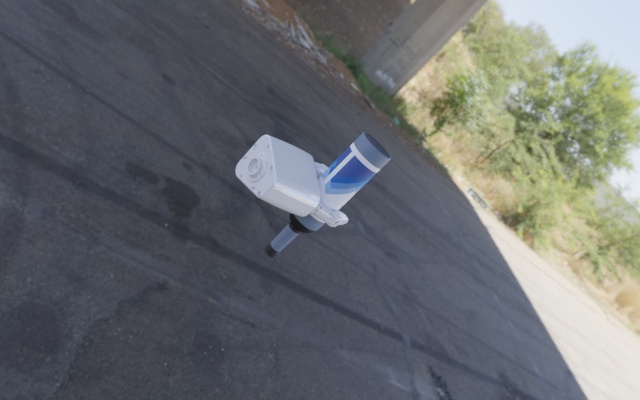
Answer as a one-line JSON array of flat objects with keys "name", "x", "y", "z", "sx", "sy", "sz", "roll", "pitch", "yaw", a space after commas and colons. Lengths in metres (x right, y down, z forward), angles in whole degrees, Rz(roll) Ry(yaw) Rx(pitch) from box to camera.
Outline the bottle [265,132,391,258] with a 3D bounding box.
[{"name": "bottle", "x": 0.000, "y": 0.003, "z": 0.873, "sx": 0.296, "sy": 0.069, "sz": 0.069, "roll": -45, "pitch": -19, "yaw": 20}]
